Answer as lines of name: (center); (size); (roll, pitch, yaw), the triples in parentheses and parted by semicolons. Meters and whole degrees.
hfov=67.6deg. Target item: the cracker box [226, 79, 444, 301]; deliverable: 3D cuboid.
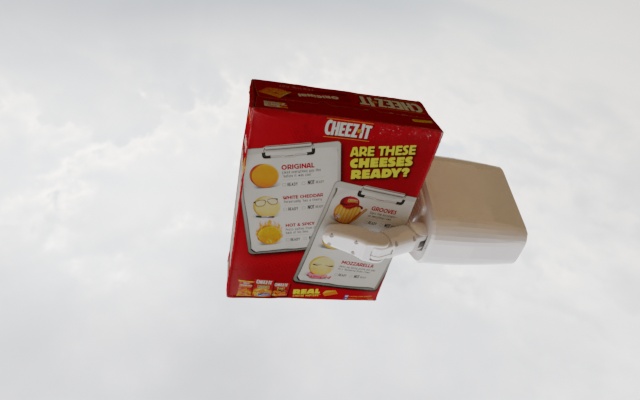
cracker box: (0.000, 0.002, 0.466); (0.164, 0.214, 0.072); (4, 35, -14)
